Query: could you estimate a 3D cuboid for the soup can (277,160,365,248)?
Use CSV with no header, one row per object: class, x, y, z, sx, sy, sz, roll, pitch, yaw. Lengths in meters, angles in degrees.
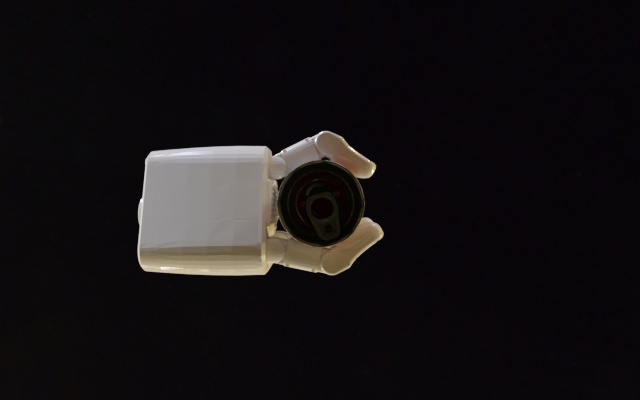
soup can,0.001,0.001,0.418,0.068,0.068,0.102,0,2,0
